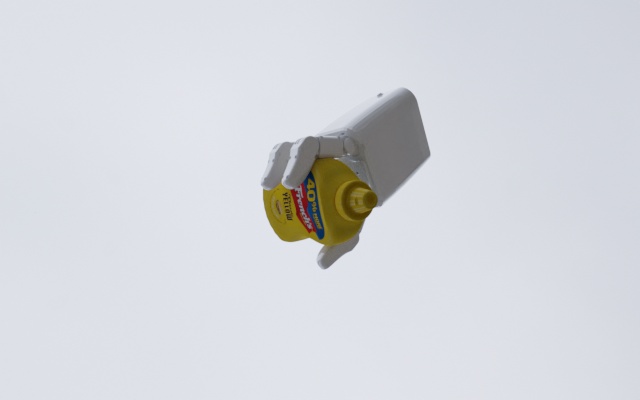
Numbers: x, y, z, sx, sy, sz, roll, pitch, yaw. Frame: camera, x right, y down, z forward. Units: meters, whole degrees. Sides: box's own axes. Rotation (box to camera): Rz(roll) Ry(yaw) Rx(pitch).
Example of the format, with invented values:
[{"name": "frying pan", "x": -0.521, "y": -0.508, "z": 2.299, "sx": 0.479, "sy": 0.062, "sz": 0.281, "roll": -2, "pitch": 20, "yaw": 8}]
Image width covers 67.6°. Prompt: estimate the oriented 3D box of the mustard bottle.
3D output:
[{"name": "mustard bottle", "x": 0.000, "y": 0.002, "z": 0.536, "sx": 0.058, "sy": 0.096, "sz": 0.191, "roll": -12, "pitch": 5, "yaw": -31}]
